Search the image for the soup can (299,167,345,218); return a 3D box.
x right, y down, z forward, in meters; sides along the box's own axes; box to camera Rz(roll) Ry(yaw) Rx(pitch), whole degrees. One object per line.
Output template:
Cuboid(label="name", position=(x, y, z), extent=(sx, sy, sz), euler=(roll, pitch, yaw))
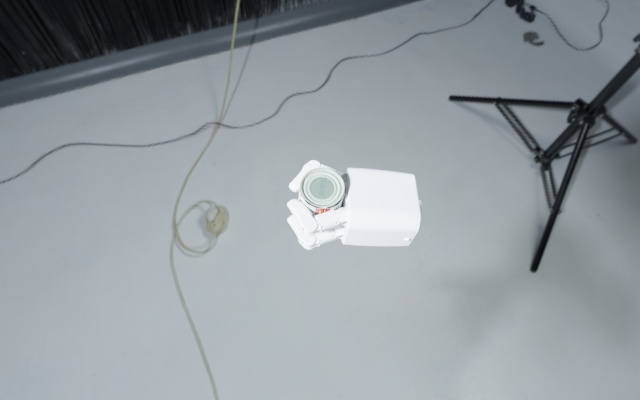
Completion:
Cuboid(label="soup can", position=(0.000, 0.002, 0.728), extent=(0.068, 0.068, 0.102), euler=(0, -25, -4))
